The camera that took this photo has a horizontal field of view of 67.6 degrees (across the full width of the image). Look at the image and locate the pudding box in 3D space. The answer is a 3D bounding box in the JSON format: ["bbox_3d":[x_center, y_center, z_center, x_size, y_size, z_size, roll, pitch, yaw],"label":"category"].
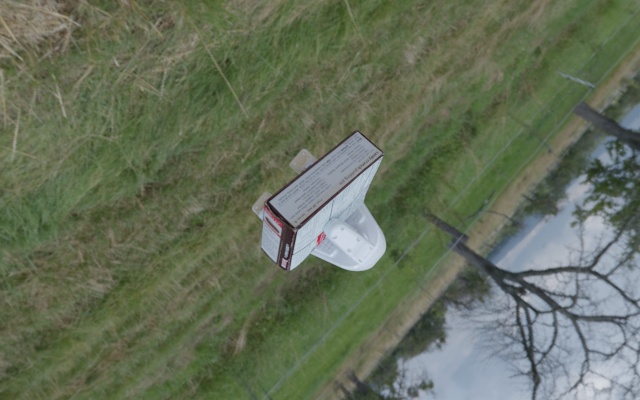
[{"bbox_3d":[0.000,0.002,0.422,0.113,0.039,0.090,-42,-17,-27],"label":"pudding box"}]
